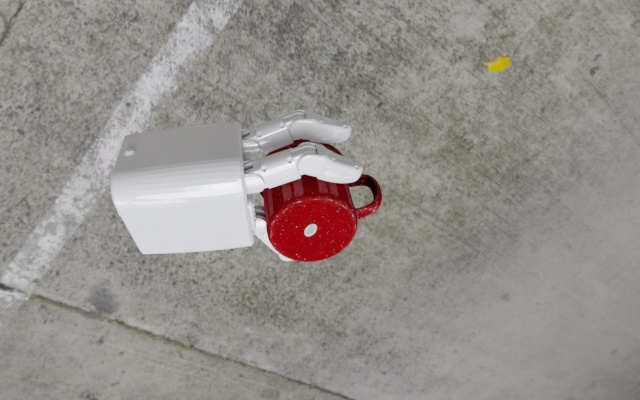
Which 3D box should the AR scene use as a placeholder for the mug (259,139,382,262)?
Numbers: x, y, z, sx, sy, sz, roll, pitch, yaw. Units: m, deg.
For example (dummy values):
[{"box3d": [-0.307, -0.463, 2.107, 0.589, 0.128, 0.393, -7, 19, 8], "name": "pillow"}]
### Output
[{"box3d": [0.002, 0.002, 0.449, 0.117, 0.093, 0.081, -6, 40, -5], "name": "mug"}]
